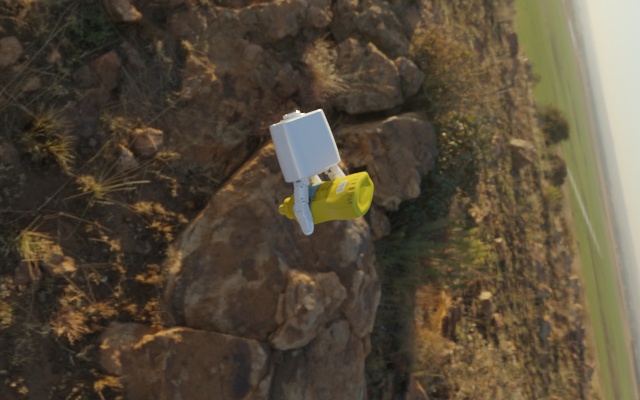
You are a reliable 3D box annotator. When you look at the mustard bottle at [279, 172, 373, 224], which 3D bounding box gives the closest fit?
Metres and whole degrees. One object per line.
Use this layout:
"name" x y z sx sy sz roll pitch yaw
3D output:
"mustard bottle" 0.000 0.003 0.898 0.191 0.058 0.096 -11 38 32
